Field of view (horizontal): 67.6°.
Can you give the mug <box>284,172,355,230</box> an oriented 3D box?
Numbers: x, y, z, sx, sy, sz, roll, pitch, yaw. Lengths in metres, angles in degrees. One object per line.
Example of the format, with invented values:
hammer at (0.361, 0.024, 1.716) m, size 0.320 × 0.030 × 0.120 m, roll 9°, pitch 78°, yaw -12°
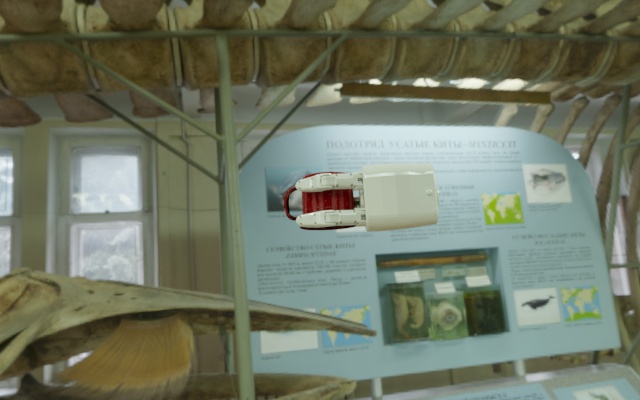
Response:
mug at (-0.001, 0.002, 0.757) m, size 0.117 × 0.081 × 0.093 m, roll -3°, pitch -9°, yaw 0°
